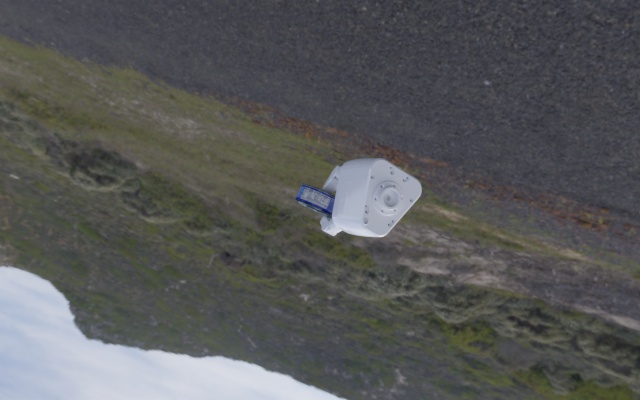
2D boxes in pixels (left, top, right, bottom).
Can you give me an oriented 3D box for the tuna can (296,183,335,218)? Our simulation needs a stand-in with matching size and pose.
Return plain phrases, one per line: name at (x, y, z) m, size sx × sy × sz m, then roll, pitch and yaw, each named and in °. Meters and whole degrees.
tuna can at (0.000, 0.003, 0.843) m, size 0.086 × 0.034 × 0.086 m, roll 24°, pitch -5°, yaw 2°
